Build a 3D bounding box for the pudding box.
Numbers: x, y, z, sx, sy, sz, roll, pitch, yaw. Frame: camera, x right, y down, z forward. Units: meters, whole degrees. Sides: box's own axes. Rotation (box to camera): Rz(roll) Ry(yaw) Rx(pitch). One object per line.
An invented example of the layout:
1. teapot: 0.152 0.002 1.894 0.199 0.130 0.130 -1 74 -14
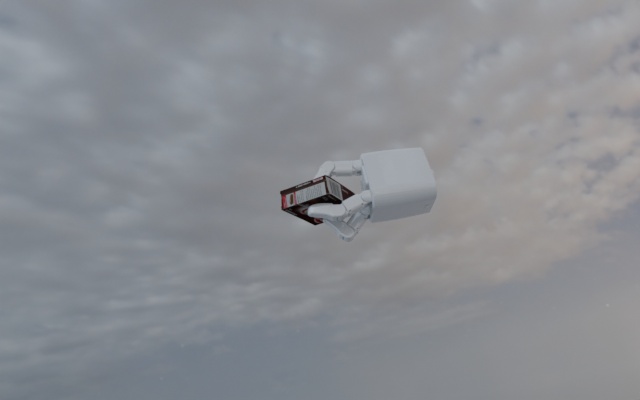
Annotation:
1. pudding box: 0.000 0.002 0.794 0.090 0.039 0.113 -20 -27 24
